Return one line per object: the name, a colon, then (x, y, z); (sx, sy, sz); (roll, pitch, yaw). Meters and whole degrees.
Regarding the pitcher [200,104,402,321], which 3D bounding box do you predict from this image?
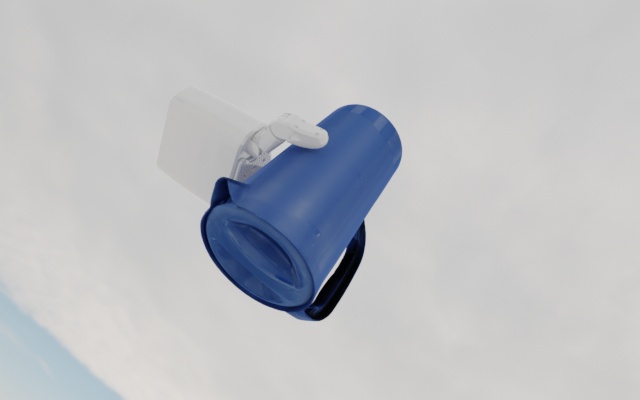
pitcher: (0.000, 0.002, 0.529); (0.145, 0.149, 0.242); (30, 49, 14)
